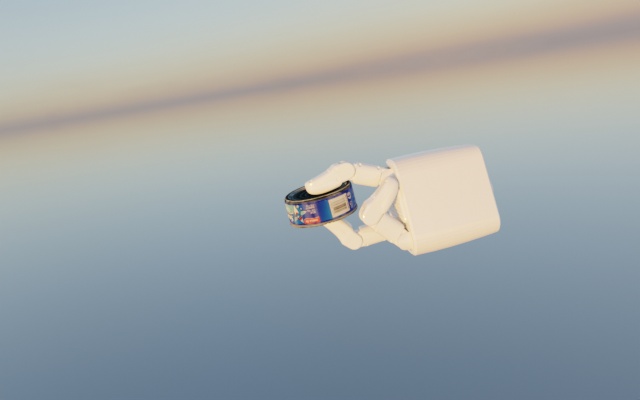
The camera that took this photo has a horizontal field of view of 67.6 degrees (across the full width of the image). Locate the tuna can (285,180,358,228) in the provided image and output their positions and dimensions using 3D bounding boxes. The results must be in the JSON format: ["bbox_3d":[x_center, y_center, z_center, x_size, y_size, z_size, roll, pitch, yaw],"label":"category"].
[{"bbox_3d":[0.000,0.001,0.582,0.086,0.034,0.086,-14,15,4],"label":"tuna can"}]
